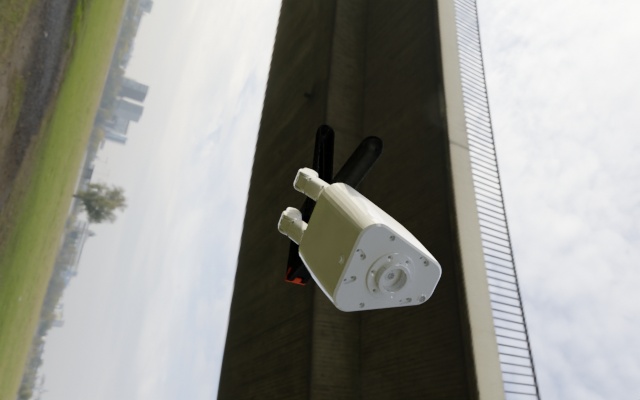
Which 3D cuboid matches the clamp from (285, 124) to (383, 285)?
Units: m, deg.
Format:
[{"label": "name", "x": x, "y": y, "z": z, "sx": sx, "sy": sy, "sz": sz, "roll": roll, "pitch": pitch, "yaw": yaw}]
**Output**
[{"label": "clamp", "x": 0.001, "y": 0.003, "z": 0.598, "sx": 0.036, "sy": 0.210, "sz": 0.164, "roll": 17, "pitch": 14, "yaw": -22}]
